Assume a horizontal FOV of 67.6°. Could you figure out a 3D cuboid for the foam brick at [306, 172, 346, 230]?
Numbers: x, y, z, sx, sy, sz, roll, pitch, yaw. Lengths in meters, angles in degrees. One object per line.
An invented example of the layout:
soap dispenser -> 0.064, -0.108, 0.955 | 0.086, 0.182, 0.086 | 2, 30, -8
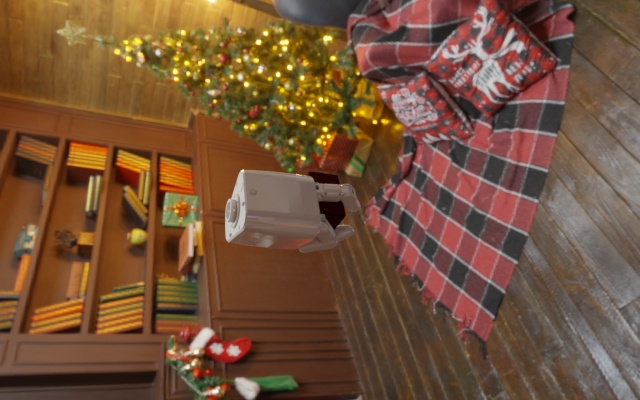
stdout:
foam brick -> 0.000, 0.002, 0.734 | 0.051, 0.078, 0.053 | 6, -36, -23
